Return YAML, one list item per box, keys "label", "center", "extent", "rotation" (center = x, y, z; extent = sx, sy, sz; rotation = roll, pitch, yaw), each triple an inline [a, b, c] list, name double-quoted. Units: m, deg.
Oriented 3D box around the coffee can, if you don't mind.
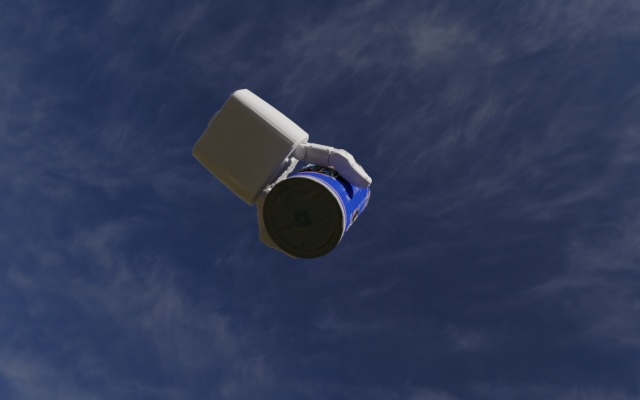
- label: "coffee can"
  center: [0.000, 0.002, 0.626]
  extent: [0.103, 0.103, 0.140]
  rotation: [0, 17, 19]
